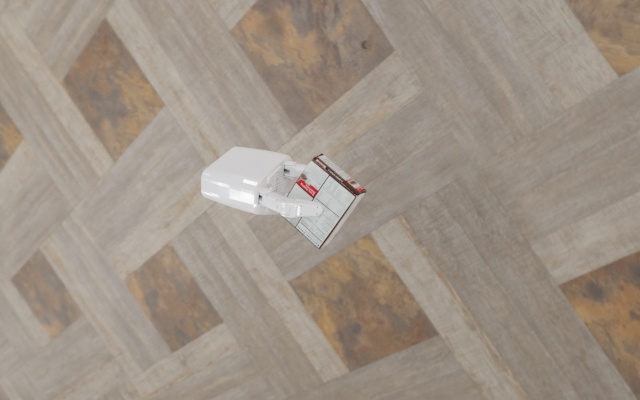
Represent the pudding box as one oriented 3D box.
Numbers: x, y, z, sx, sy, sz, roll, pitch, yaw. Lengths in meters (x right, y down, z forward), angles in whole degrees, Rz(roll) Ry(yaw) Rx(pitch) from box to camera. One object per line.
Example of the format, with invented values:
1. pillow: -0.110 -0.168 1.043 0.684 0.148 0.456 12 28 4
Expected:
1. pudding box: 0.000 0.002 0.704 0.090 0.113 0.039 40 31 11
